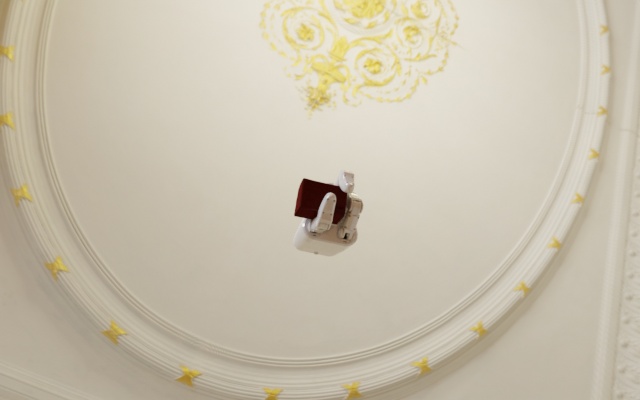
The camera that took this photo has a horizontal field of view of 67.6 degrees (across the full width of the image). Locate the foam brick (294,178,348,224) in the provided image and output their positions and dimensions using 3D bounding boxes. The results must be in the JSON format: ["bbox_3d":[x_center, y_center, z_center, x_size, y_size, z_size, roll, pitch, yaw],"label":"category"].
[{"bbox_3d":[0.000,0.002,0.791,0.078,0.053,0.051,13,-21,-11],"label":"foam brick"}]
